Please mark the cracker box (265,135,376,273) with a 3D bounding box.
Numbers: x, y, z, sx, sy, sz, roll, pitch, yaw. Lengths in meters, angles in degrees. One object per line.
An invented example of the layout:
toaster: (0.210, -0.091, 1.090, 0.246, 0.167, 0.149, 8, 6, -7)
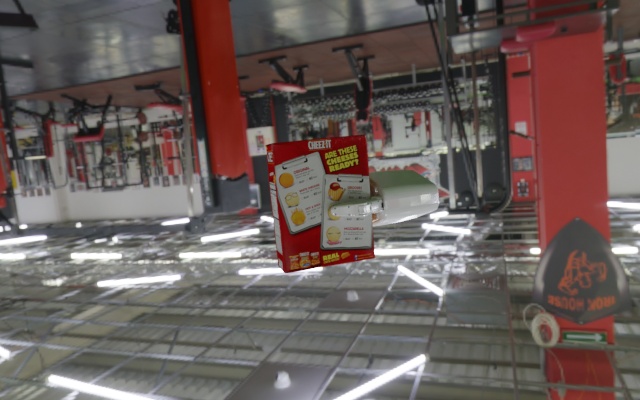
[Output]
cracker box: (0.000, 0.003, 0.812, 0.164, 0.214, 0.072, -8, 7, -17)
